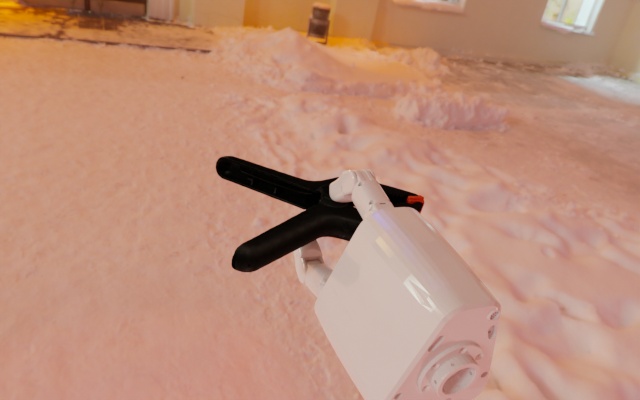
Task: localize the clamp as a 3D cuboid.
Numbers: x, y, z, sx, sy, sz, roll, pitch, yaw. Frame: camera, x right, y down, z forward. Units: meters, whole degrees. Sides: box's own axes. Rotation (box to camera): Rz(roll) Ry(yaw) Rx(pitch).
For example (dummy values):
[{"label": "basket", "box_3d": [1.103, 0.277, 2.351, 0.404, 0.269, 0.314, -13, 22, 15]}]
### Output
[{"label": "clamp", "box_3d": [0.001, 0.001, 0.467, 0.210, 0.036, 0.164, -3, 35, -24]}]
